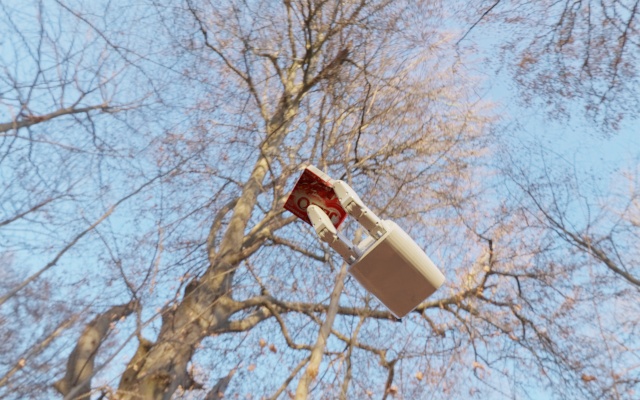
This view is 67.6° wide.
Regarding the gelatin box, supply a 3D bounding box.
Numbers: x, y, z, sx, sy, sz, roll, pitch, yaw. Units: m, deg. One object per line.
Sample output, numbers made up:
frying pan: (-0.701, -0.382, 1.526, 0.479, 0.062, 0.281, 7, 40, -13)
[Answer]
gelatin box: (0.000, 0.002, 0.706, 0.089, 0.073, 0.030, 34, 20, 7)
